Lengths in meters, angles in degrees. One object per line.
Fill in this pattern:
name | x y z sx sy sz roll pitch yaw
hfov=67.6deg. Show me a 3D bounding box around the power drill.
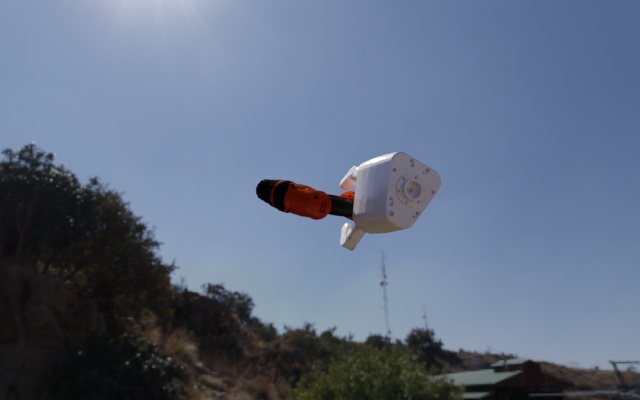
power drill | 0.001 0.003 0.833 0.187 0.057 0.184 6 8 -39
